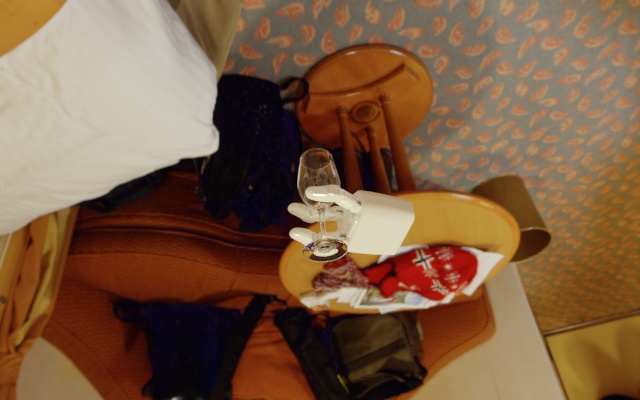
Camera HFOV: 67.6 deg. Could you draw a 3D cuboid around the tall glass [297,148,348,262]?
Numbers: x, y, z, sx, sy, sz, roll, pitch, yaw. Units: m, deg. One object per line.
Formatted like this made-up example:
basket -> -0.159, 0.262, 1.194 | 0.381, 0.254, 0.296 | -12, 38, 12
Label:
tall glass -> 0.000, 0.003, 0.840 | 0.079, 0.201, 0.079 | -4, -36, -3
